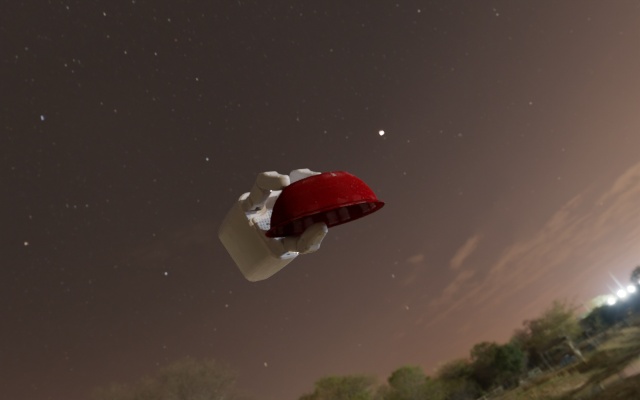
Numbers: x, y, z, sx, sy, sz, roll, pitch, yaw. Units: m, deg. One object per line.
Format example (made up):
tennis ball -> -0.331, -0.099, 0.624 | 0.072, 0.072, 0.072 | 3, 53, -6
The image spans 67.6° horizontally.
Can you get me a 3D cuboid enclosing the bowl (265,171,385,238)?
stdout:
bowl -> 0.001, 0.001, 0.629 | 0.162, 0.055, 0.162 | -14, -10, -3
